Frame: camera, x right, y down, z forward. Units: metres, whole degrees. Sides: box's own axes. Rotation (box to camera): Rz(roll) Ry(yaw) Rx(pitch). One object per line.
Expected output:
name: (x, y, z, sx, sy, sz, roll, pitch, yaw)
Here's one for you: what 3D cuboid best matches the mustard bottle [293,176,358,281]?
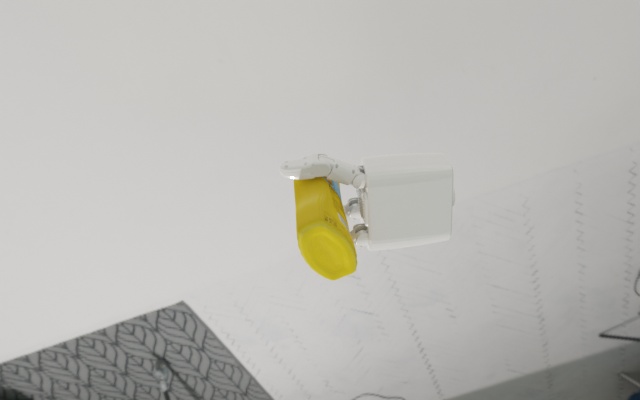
mustard bottle: (0.000, 0.002, 0.604, 0.058, 0.096, 0.191, -25, 37, 13)
